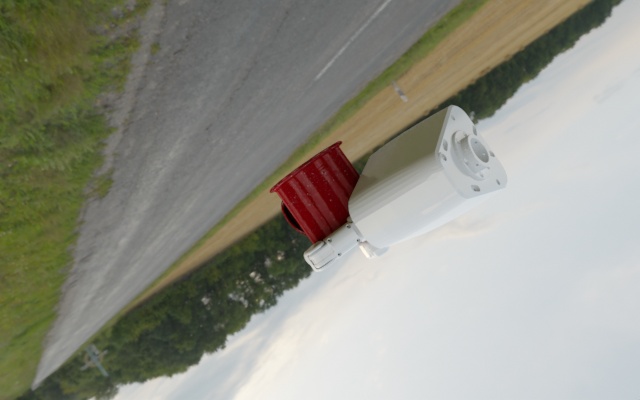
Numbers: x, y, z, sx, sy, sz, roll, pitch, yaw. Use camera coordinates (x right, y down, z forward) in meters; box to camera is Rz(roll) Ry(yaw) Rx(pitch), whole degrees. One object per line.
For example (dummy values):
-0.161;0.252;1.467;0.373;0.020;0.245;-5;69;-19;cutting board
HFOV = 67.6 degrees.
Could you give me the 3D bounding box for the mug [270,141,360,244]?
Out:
-0.001;0.002;0.513;0.117;0.081;0.093;-35;1;43;mug
